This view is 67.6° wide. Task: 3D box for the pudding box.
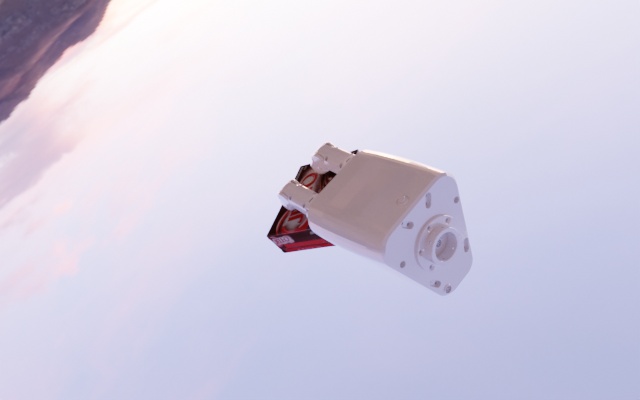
[{"bbox_3d":[0.000,0.002,0.535,0.090,0.113,0.039,-12,-50,39],"label":"pudding box"}]
